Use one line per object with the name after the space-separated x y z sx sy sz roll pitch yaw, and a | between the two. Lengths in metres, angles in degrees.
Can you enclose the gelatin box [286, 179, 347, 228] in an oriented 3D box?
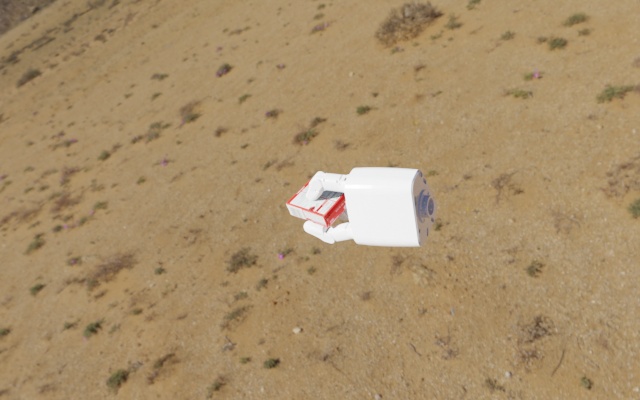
0.000 0.002 0.789 0.089 0.030 0.073 17 51 39 | gelatin box
